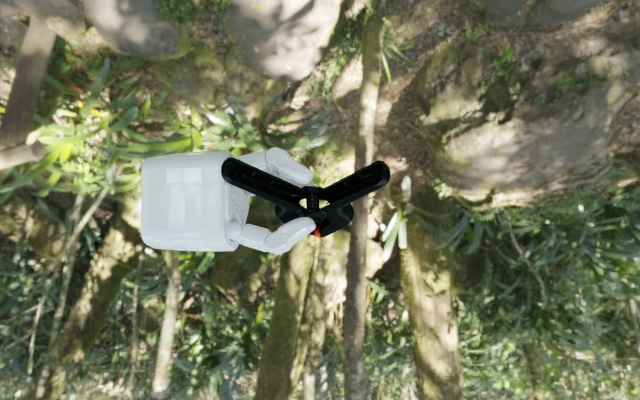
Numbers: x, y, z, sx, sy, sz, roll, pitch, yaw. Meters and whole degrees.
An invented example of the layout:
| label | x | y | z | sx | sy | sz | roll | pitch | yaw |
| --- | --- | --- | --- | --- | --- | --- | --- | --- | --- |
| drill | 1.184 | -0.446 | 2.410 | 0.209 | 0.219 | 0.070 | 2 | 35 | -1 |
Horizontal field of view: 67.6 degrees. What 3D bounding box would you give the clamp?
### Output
| label | x | y | z | sx | sy | sz | roll | pitch | yaw |
| --- | --- | --- | --- | --- | --- | --- | --- | --- | --- |
| clamp | 0.000 | 0.003 | 0.541 | 0.164 | 0.036 | 0.210 | 0 | -20 | 12 |
